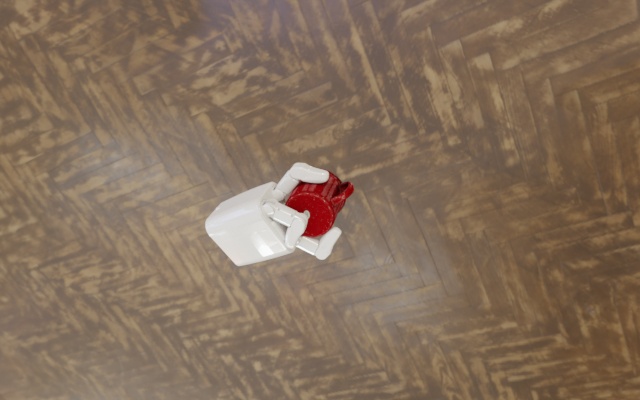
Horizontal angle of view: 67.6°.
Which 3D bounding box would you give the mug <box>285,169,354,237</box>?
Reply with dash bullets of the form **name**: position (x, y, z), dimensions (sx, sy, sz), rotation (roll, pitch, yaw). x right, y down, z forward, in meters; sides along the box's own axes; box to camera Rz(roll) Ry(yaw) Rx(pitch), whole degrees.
- **mug**: position (0.001, 0.002, 0.765), dimensions (0.117, 0.093, 0.081), rotation (-20, 20, 22)
